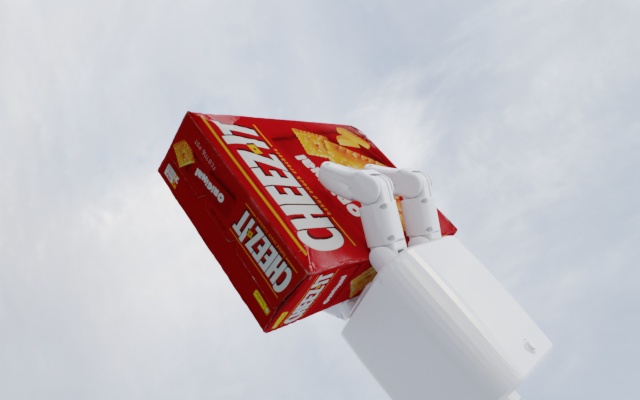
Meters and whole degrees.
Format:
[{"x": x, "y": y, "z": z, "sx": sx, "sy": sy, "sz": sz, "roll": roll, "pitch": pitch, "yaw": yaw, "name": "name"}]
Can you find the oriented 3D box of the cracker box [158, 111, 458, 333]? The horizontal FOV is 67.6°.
[{"x": 0.000, "y": 0.001, "z": 0.412, "sx": 0.213, "sy": 0.072, "sz": 0.164, "roll": -6, "pitch": 48, "yaw": -50, "name": "cracker box"}]
